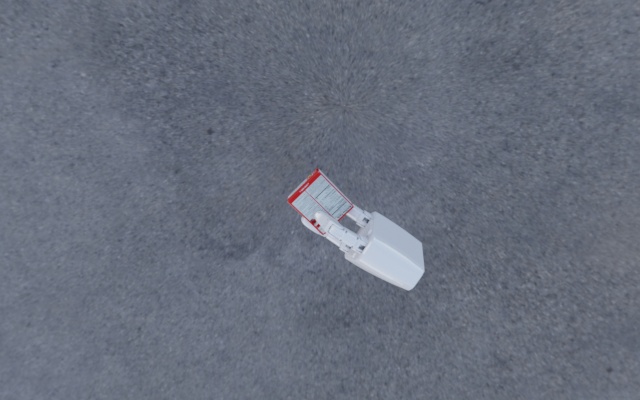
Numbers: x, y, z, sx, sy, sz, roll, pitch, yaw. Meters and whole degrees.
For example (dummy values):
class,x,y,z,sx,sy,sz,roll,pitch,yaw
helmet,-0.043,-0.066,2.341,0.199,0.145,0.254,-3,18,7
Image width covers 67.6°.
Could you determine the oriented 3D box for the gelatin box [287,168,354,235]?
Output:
class,x,y,z,sx,sy,sz,roll,pitch,yaw
gelatin box,0.000,0.003,0.800,0.089,0.073,0.030,44,8,-14
